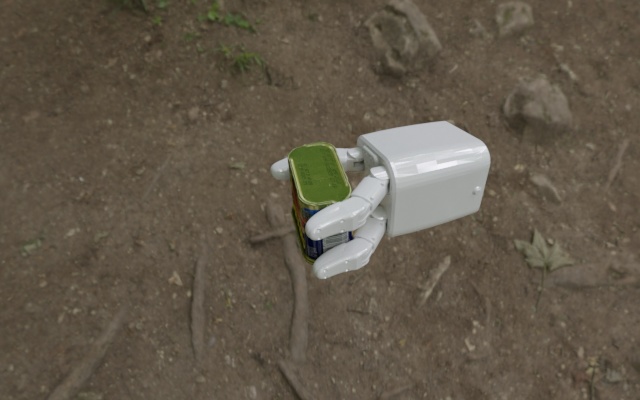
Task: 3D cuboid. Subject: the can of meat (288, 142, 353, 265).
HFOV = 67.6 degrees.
[{"bbox_3d":[0.000,0.001,0.494,0.057,0.084,0.102,-11,44,-7],"label":"can of meat"}]
